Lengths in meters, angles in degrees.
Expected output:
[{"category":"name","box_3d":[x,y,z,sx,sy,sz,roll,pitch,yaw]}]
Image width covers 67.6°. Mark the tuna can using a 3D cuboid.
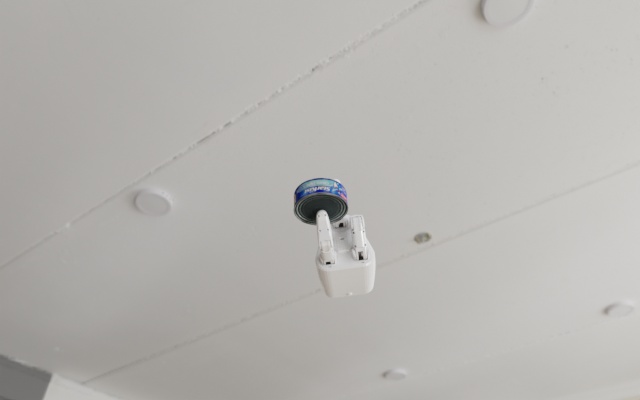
[{"category":"tuna can","box_3d":[0.000,0.002,0.754,0.086,0.033,0.086,-2,-36,-2]}]
